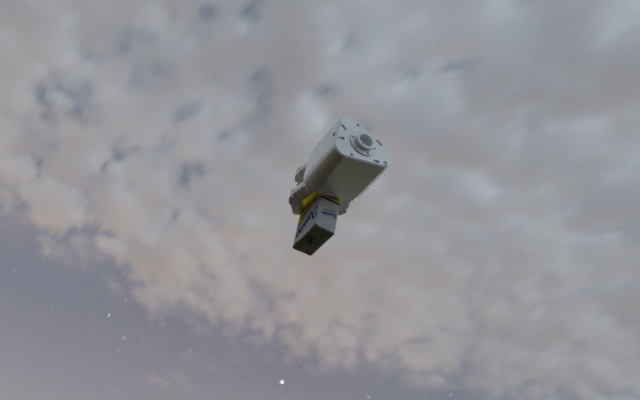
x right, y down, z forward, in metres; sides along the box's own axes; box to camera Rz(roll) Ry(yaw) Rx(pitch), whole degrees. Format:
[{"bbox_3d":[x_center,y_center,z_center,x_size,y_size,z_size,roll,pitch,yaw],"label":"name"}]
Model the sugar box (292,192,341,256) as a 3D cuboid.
[{"bbox_3d":[0.000,0.002,0.870,0.048,0.176,0.093,26,-41,-15],"label":"sugar box"}]
